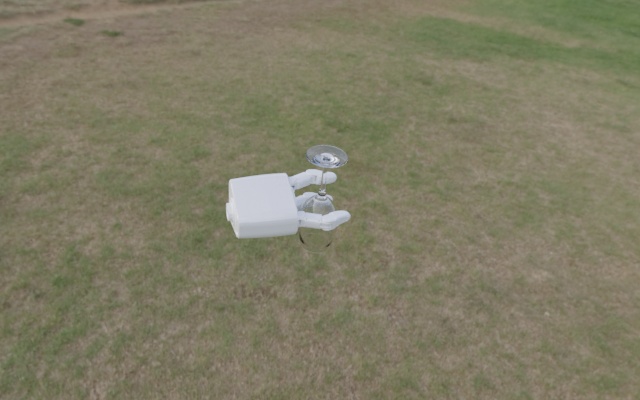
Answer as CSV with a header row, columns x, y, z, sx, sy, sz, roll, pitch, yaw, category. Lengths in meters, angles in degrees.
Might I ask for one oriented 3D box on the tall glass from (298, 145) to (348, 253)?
x,y,z,sx,sy,sz,roll,pitch,yaw,category
0.000,0.002,0.883,0.079,0.201,0.079,5,35,-3,tall glass
